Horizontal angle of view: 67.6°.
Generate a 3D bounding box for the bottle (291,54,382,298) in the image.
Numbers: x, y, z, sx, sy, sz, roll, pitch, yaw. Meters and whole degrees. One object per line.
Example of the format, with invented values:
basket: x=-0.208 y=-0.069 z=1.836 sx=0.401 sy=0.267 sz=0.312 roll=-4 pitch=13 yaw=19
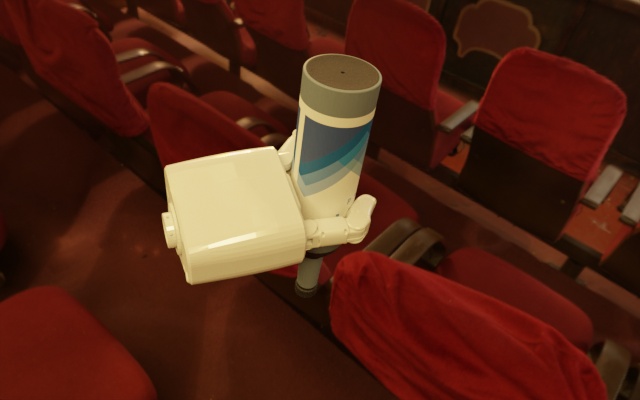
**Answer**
bottle: x=0.000 y=0.001 z=0.493 sx=0.069 sy=0.296 sz=0.069 roll=5 pitch=42 yaw=-5
